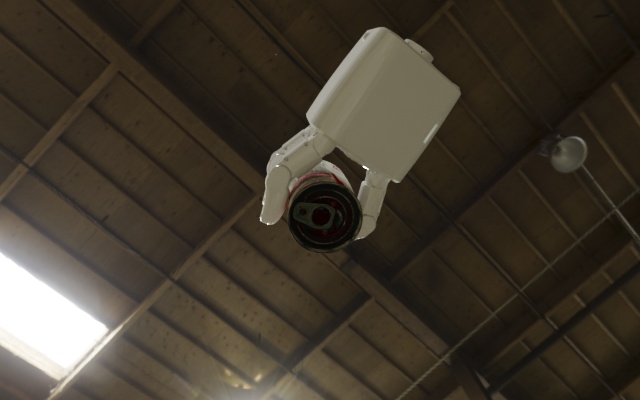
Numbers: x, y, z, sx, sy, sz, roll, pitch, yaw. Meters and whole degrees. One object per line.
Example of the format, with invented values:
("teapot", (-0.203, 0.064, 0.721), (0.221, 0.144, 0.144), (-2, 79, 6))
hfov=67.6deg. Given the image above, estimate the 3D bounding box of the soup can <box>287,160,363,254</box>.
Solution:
("soup can", (0.000, 0.002, 0.473), (0.068, 0.068, 0.102), (0, 17, -5))
